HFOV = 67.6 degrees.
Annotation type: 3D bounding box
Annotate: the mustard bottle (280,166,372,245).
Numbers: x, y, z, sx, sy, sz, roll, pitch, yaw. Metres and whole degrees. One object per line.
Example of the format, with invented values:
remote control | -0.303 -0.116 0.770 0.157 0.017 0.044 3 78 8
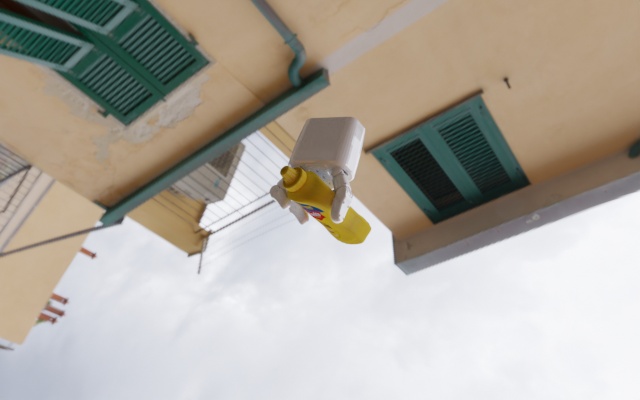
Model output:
mustard bottle | 0.000 0.003 0.799 0.192 0.058 0.096 42 -13 -37
